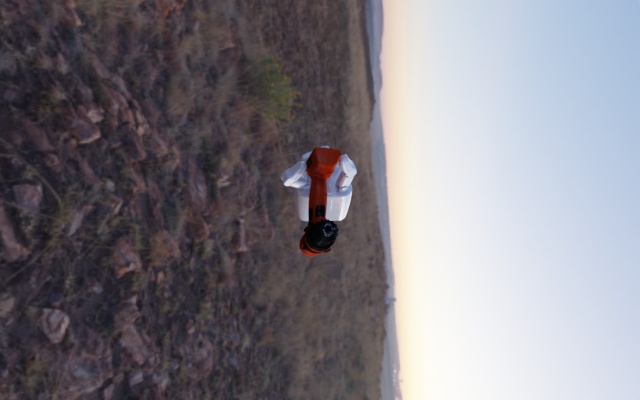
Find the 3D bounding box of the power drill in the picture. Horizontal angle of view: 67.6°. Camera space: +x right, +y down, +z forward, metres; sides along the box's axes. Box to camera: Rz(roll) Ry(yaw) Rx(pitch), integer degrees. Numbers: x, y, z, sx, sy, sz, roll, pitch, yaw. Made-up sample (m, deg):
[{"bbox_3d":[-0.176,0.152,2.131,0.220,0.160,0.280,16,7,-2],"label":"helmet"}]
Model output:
[{"bbox_3d":[0.000,0.002,0.868,0.057,0.187,0.184,9,-15,-11],"label":"power drill"}]
